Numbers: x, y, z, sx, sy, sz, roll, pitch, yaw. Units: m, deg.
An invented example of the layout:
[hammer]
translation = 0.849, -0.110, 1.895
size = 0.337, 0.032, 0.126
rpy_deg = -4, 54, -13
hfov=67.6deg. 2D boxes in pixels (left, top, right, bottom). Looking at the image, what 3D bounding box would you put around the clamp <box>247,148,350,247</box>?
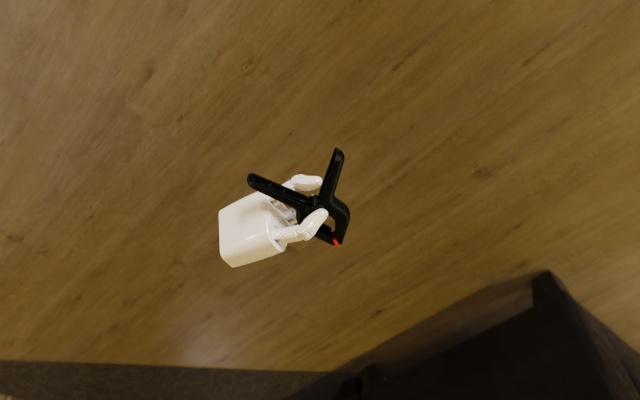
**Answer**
[clamp]
translation = 0.000, 0.004, 0.800
size = 0.164, 0.036, 0.210
rpy_deg = -20, -49, 23
